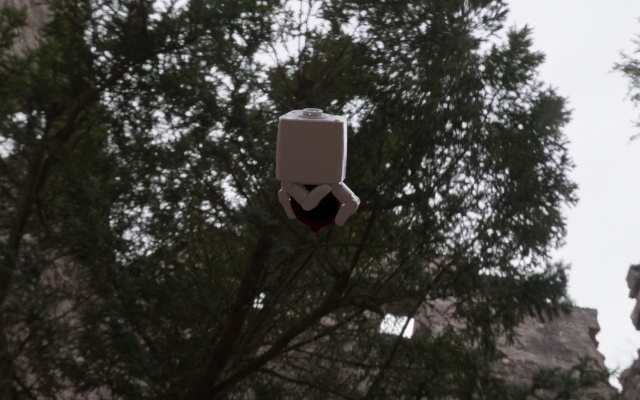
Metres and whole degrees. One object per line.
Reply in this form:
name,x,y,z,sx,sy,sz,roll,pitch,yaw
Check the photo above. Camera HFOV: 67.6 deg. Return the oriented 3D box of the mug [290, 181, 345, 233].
mug,0.000,0.004,0.886,0.093,0.117,0.081,9,23,14
